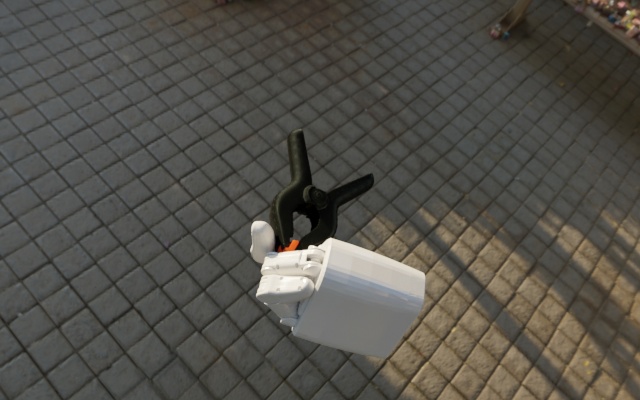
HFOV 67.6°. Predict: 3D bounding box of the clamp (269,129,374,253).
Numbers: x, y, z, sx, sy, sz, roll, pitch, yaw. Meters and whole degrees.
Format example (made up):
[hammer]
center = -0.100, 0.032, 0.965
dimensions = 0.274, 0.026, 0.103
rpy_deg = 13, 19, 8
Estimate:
[clamp]
center = 0.000, 0.002, 0.551
dimensions = 0.120, 0.171, 0.039
rpy_deg = 20, -33, -8
